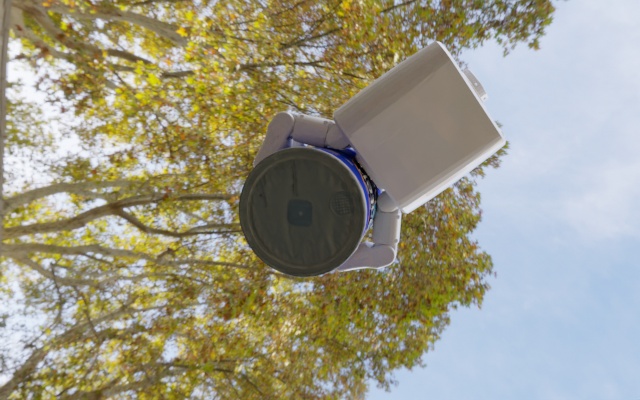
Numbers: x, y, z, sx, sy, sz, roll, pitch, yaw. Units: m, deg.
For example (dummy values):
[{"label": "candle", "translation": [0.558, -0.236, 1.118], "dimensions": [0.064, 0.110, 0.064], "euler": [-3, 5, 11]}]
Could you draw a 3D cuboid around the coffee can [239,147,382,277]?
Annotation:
[{"label": "coffee can", "translation": [0.000, 0.002, 0.436], "dimensions": [0.103, 0.103, 0.140], "euler": [0, 7, 13]}]
